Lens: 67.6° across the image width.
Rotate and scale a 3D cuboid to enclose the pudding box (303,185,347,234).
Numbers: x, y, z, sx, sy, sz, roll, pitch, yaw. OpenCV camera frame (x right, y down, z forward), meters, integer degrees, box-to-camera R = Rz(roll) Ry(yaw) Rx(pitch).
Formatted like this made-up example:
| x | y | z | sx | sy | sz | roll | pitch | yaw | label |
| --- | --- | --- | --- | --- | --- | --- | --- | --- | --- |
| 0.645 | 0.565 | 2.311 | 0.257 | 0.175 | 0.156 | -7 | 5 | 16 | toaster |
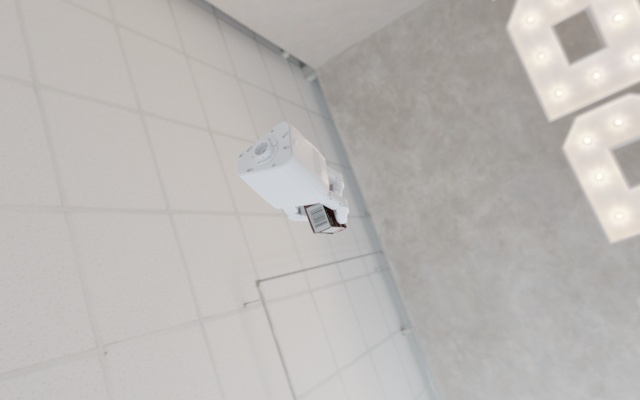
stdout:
| x | y | z | sx | sy | sz | roll | pitch | yaw | label |
| --- | --- | --- | --- | --- | --- | --- | --- | --- | --- |
| 0.000 | 0.003 | 0.850 | 0.039 | 0.113 | 0.090 | -22 | -11 | 19 | pudding box |
